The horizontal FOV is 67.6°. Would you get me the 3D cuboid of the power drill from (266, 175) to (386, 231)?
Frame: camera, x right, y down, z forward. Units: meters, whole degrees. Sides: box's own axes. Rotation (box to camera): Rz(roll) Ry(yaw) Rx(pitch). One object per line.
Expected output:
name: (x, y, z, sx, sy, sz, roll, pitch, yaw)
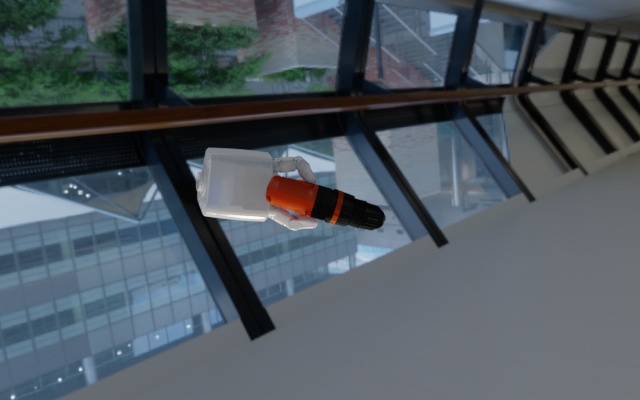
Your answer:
power drill: (0.000, 0.003, 0.781, 0.184, 0.057, 0.187, 18, -2, -8)
